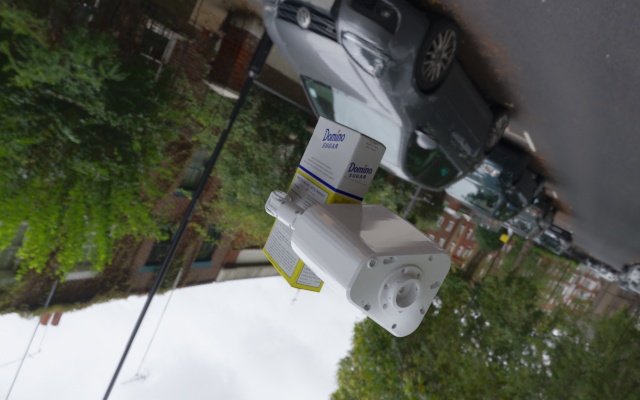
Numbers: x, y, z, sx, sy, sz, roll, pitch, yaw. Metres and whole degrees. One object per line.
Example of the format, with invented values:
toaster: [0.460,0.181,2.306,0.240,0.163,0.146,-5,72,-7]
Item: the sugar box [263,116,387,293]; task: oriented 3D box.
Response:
sugar box: [0.001,0.002,0.532,0.048,0.176,0.093,21,10,-34]
